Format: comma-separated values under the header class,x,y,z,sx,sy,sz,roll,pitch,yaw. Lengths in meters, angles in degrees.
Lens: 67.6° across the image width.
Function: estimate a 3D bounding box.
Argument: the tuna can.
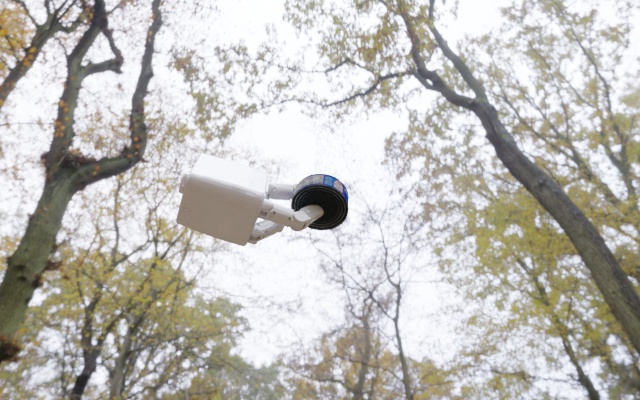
class,x,y,z,sx,sy,sz,roll,pitch,yaw
tuna can,0.000,0.002,0.716,0.086,0.086,0.033,0,37,7
